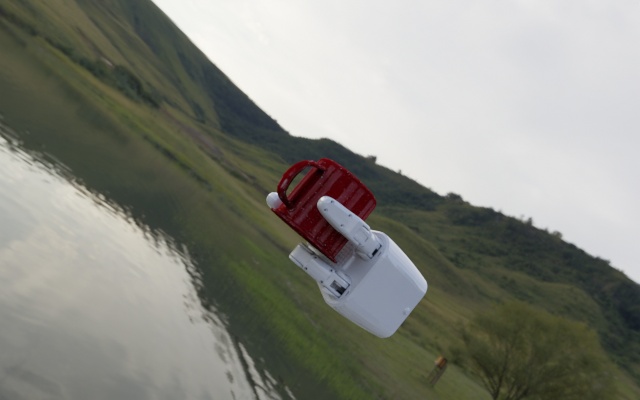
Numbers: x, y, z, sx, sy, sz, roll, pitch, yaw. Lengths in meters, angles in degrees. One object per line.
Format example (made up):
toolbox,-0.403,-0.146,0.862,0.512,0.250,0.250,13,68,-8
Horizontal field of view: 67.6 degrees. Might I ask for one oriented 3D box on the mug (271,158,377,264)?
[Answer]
mug,-0.001,0.001,0.515,0.117,0.081,0.093,45,-8,-38
